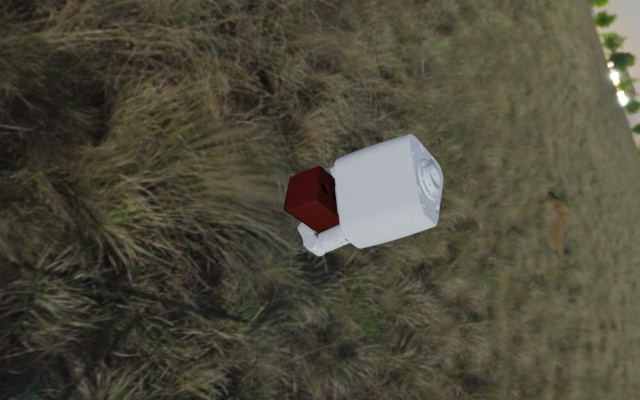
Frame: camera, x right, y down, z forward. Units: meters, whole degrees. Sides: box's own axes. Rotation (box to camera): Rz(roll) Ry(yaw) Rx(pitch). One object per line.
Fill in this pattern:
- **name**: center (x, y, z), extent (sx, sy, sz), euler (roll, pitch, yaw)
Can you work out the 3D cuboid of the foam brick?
- **foam brick**: center (0.000, 0.002, 0.607), extent (0.051, 0.053, 0.078), euler (-18, -39, 34)
